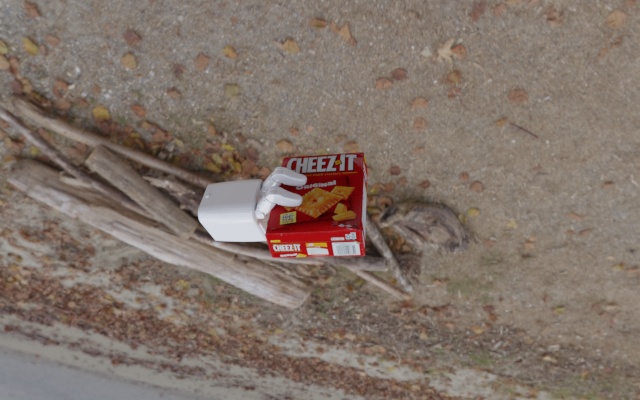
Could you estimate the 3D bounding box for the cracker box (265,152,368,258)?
[{"bbox_3d":[0.000,0.003,0.871,0.164,0.072,0.213,-2,43,9],"label":"cracker box"}]
